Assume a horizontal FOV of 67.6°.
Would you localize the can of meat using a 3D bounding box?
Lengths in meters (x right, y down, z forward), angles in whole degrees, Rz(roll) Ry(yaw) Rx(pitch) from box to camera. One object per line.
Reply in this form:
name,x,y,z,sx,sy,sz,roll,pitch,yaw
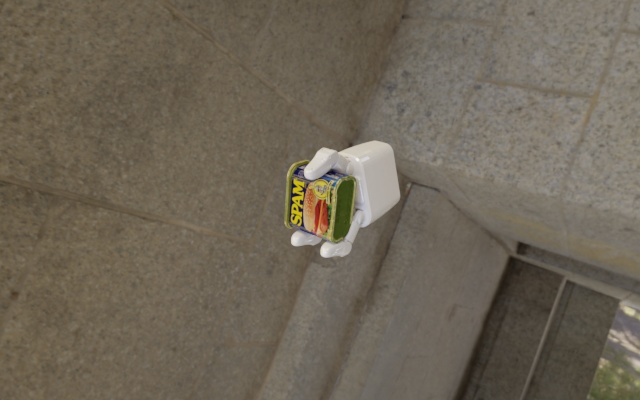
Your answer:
can of meat,0.000,0.002,0.682,0.084,0.102,0.057,19,25,31
